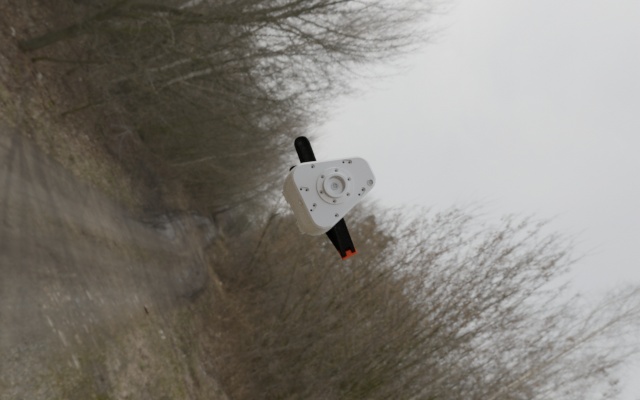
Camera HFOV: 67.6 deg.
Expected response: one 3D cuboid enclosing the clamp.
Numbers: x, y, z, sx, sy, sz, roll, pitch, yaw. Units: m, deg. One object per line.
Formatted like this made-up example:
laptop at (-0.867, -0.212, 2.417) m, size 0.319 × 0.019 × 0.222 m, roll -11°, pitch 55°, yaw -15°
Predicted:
clamp at (0.001, 0.003, 0.823) m, size 0.036 × 0.210 × 0.164 m, roll -26°, pitch -2°, yaw -11°
